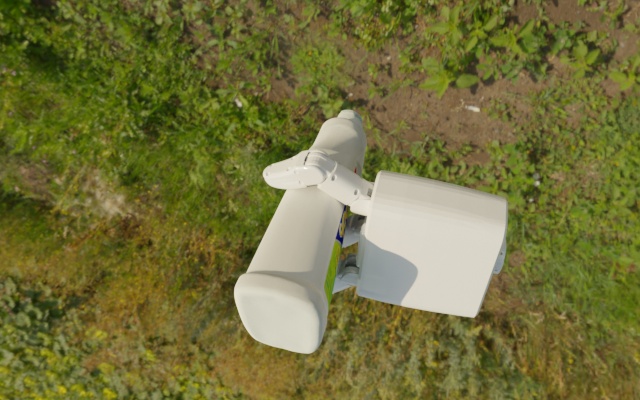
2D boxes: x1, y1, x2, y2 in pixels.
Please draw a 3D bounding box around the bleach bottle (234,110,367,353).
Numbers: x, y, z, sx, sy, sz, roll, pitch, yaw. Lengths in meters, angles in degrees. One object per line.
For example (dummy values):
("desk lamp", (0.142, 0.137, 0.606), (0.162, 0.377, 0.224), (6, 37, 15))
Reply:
("bleach bottle", (0.000, 0.002, 0.437), (0.068, 0.250, 0.103), (11, -38, 10))
